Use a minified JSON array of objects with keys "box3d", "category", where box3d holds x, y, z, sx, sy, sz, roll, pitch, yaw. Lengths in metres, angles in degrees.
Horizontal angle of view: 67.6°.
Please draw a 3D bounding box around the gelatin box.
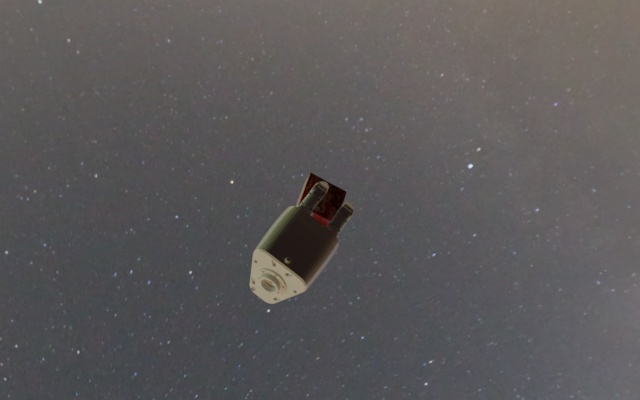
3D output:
[{"box3d":[0.000,0.003,0.813,0.073,0.089,0.030,28,-49,-8],"category":"gelatin box"}]
